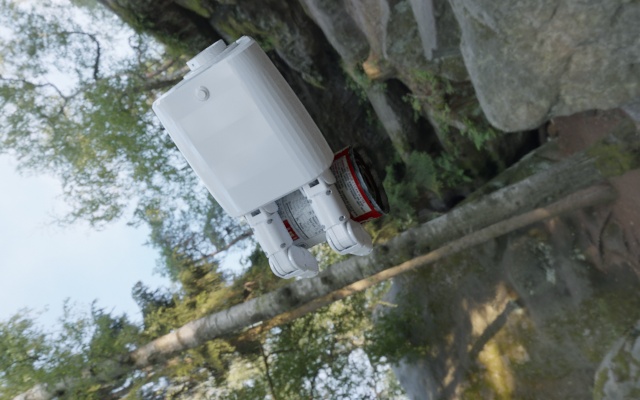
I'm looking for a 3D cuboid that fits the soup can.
[{"bbox_3d":[0.000,0.002,0.421,0.102,0.068,0.068,-26,-9,18],"label":"soup can"}]
